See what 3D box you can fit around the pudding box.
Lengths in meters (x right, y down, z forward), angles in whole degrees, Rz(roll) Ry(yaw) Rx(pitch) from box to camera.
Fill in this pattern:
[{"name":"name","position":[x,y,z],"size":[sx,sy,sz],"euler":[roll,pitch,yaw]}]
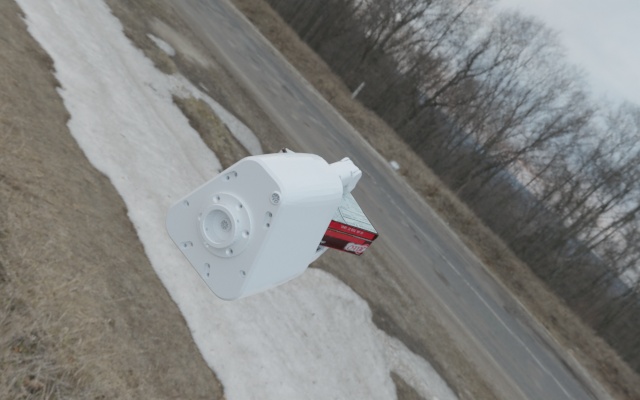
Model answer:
[{"name":"pudding box","position":[0.000,0.002,0.507],"size":[0.090,0.113,0.039],"euler":[21,-60,-44]}]
